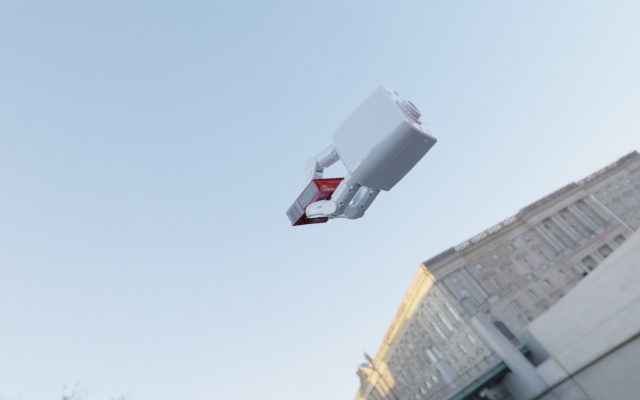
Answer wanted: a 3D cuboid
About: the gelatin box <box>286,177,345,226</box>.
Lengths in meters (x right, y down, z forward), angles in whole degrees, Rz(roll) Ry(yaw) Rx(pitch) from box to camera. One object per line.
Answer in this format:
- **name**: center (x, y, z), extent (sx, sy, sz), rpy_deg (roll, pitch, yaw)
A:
- **gelatin box**: center (0.000, 0.002, 0.734), extent (0.073, 0.030, 0.089), rpy_deg (-4, -34, -43)
